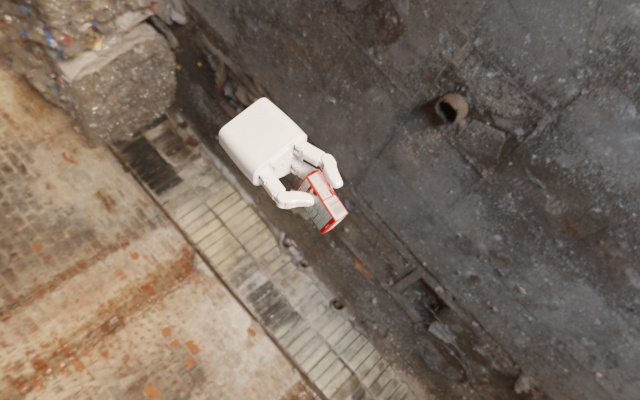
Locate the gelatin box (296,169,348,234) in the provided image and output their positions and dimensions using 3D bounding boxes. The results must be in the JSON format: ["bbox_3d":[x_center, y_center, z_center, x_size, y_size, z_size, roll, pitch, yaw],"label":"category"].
[{"bbox_3d":[0.000,0.003,0.783,0.030,0.089,0.073,-29,-9,-26],"label":"gelatin box"}]
